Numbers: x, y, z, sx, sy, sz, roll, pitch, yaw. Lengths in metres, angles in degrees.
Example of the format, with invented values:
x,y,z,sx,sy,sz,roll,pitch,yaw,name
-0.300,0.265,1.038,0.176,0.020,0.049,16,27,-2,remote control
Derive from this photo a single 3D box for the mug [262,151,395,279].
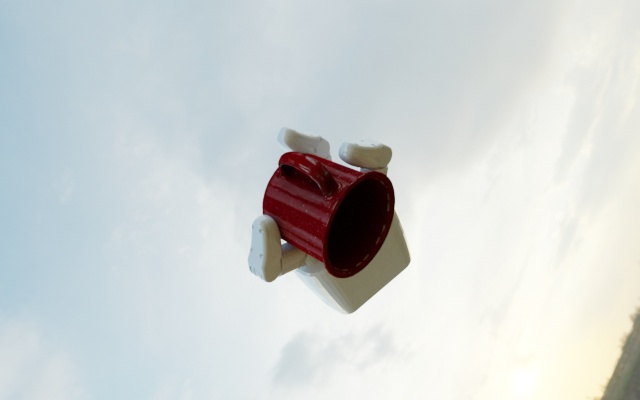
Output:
x,y,z,sx,sy,sz,roll,pitch,yaw,name
-0.001,0.001,0.401,0.081,0.093,0.117,24,-20,37,mug
